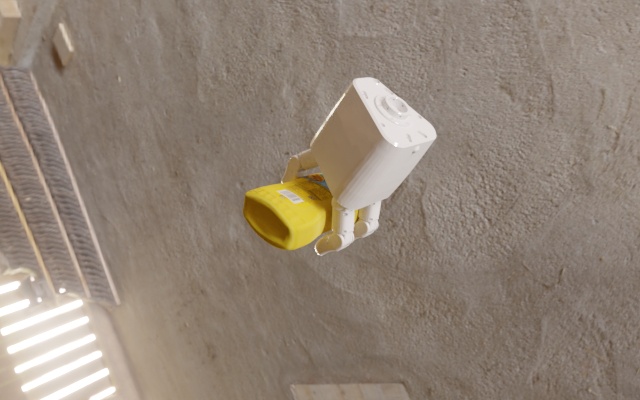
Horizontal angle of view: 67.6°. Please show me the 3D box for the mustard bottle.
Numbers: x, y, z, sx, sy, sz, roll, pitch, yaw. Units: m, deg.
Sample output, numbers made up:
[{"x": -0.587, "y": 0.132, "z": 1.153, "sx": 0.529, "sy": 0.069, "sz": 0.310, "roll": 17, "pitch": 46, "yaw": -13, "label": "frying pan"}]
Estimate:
[{"x": 0.000, "y": 0.002, "z": 0.626, "sx": 0.096, "sy": 0.058, "sz": 0.191, "roll": 32, "pitch": 34, "yaw": 34, "label": "mustard bottle"}]
